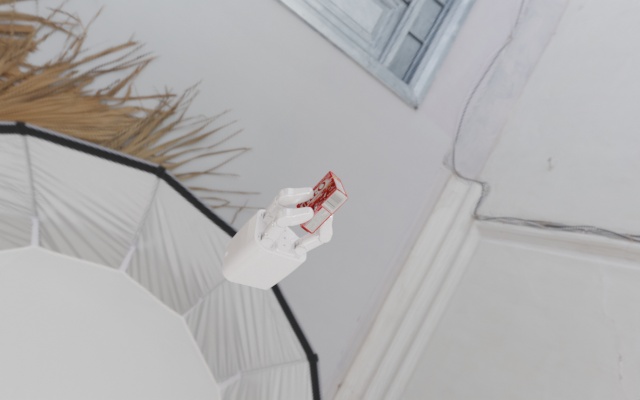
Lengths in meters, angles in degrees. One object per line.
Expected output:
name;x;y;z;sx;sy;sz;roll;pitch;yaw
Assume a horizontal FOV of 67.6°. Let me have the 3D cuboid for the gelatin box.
gelatin box;0.001;0.003;0.791;0.030;0.089;0.073;39;16;-23
